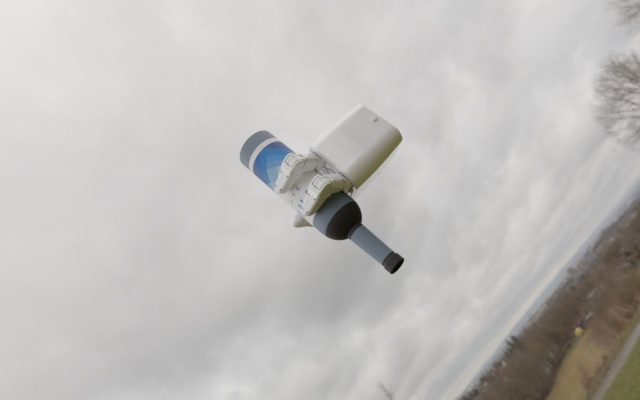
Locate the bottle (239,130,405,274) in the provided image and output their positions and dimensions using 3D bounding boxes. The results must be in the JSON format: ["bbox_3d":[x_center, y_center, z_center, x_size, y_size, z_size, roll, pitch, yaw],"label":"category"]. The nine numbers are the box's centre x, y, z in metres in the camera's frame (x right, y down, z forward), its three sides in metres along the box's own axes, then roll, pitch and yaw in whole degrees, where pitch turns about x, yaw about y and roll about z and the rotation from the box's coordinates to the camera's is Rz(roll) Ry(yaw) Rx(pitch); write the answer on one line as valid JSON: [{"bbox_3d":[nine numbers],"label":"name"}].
[{"bbox_3d":[0.000,0.002,0.691,0.295,0.069,0.069,40,20,25],"label":"bottle"}]
